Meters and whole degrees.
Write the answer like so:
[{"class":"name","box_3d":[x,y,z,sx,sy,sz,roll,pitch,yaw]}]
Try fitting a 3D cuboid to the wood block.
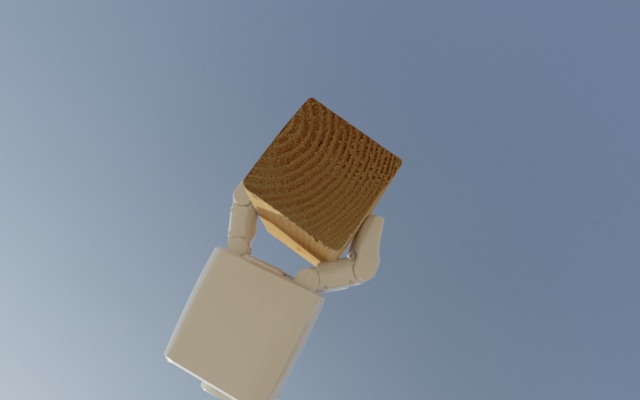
[{"class":"wood block","box_3d":[0.000,0.002,0.454,0.091,0.090,0.206,35,-11,6]}]
